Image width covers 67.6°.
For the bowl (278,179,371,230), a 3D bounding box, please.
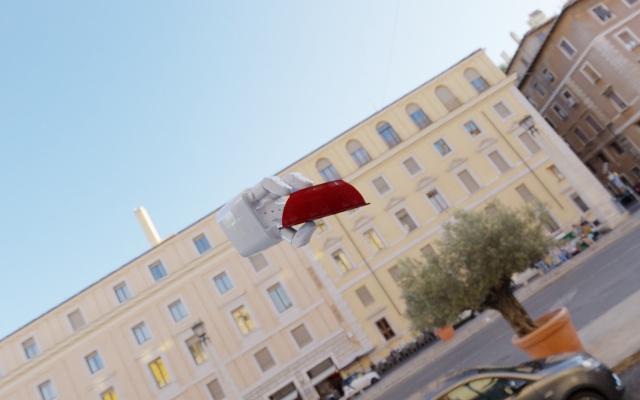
[{"bbox_3d":[0.001,0.002,0.807,0.162,0.055,0.162,-15,-2,0],"label":"bowl"}]
